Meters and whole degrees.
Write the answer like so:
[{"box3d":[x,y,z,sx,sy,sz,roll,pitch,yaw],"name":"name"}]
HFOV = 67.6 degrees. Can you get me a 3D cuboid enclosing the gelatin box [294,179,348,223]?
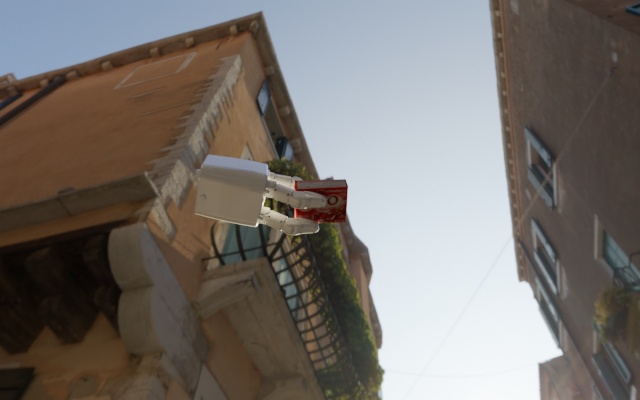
[{"box3d":[0.000,0.002,0.808,0.089,0.073,0.030,-2,34,-6],"name":"gelatin box"}]
